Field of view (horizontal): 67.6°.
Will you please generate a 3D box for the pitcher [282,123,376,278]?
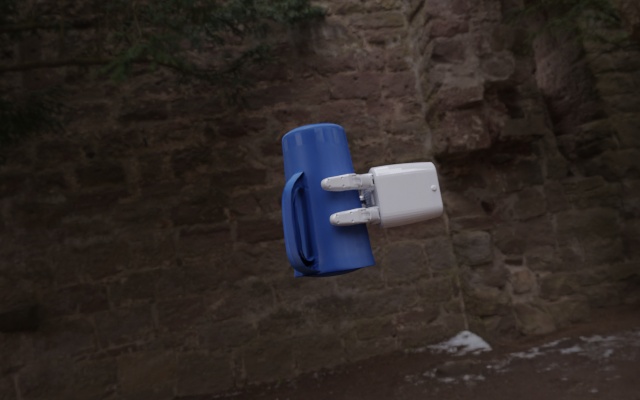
[{"bbox_3d":[0.000,0.003,0.779,0.145,0.243,0.149,-8,-7,-10],"label":"pitcher"}]
